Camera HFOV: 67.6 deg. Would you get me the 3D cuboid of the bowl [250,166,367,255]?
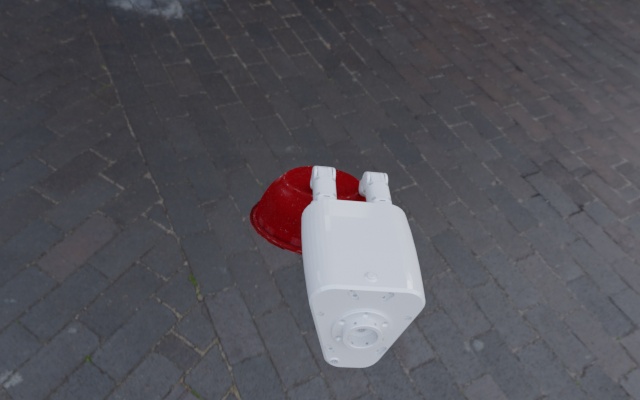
[{"bbox_3d":[0.000,0.001,0.560,0.162,0.055,0.162,7,25,-3],"label":"bowl"}]
